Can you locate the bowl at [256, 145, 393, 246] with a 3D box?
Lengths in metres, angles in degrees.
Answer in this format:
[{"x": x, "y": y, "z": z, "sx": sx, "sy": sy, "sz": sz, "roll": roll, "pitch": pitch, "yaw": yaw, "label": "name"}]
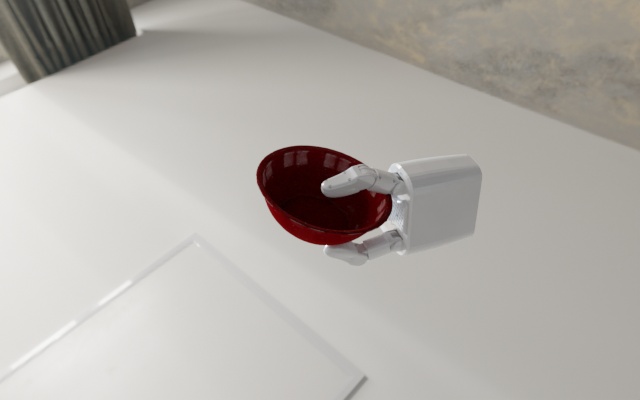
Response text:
[{"x": -0.001, "y": 0.002, "z": 0.564, "sx": 0.162, "sy": 0.055, "sz": 0.162, "roll": 12, "pitch": 37, "yaw": -9, "label": "bowl"}]
